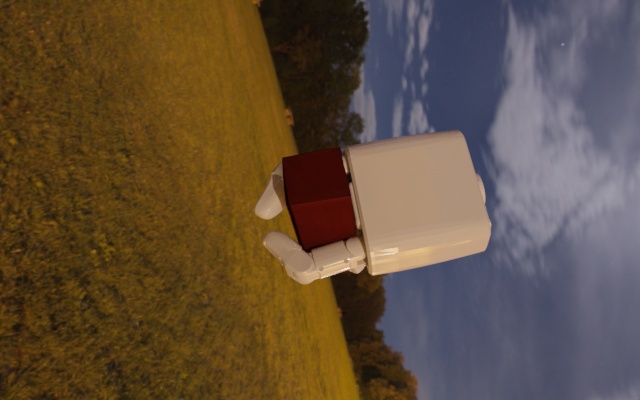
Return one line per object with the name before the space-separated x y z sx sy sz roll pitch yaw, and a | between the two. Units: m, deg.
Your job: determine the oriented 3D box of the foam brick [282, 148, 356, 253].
foam brick | 0.000 0.001 0.410 0.051 0.053 0.078 -10 -36 2
